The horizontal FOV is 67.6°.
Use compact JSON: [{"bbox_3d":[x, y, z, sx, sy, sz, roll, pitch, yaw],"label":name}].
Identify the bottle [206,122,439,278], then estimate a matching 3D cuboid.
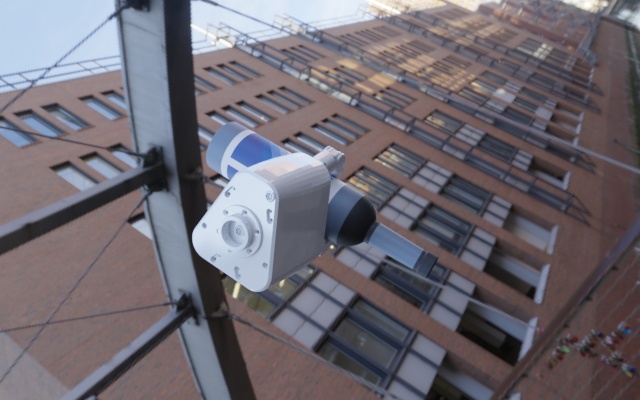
[{"bbox_3d":[0.000,0.002,0.560,0.295,0.069,0.069,30,9,16],"label":"bottle"}]
